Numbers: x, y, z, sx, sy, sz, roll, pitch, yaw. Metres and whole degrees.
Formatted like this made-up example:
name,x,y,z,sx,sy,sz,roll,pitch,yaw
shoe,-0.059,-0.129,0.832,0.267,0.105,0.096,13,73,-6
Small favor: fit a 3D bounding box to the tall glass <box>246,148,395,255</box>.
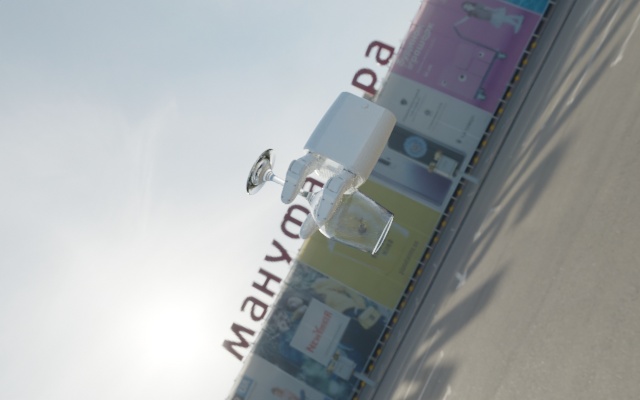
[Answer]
name,x,y,z,sx,sy,sz,roll,pitch,yaw
tall glass,-0.001,0.002,0.667,0.201,0.079,0.079,27,7,13
